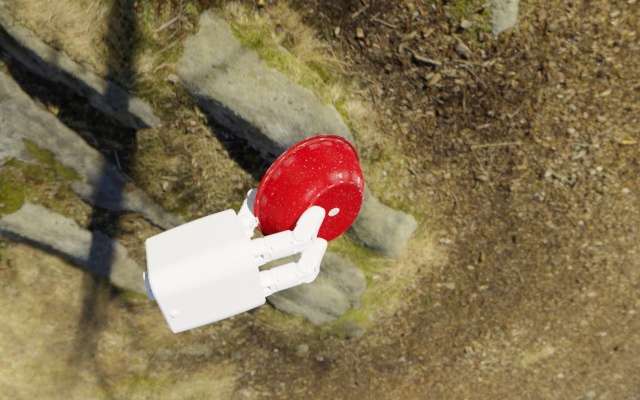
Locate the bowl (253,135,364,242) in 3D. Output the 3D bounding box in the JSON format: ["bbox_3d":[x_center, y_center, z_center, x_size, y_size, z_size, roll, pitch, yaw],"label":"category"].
[{"bbox_3d":[0.001,0.001,0.593,0.162,0.162,0.055,0,32,-43],"label":"bowl"}]
